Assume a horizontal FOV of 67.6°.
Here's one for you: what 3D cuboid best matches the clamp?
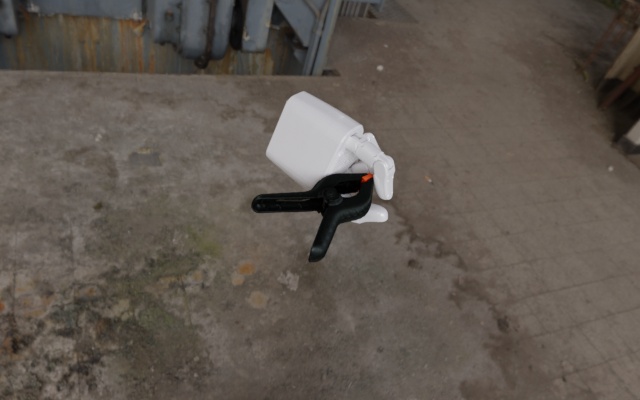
[{"bbox_3d":[0.000,0.002,0.612,0.120,0.039,0.171,37,45,19],"label":"clamp"}]
